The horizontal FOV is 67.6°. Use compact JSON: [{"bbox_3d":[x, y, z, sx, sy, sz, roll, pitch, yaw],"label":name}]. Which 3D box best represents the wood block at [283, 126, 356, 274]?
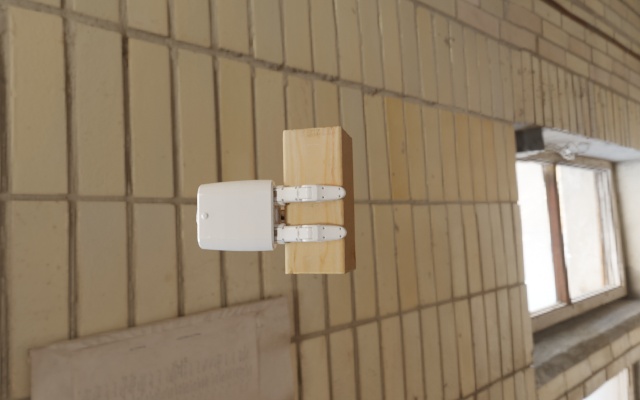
[{"bbox_3d":[0.000,0.003,0.714,0.090,0.206,0.091,-2,-4,13],"label":"wood block"}]
